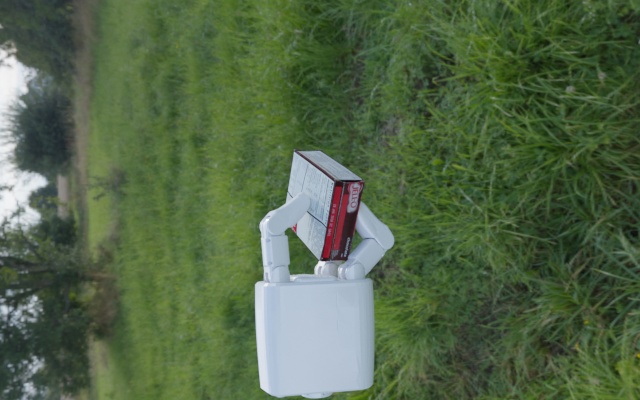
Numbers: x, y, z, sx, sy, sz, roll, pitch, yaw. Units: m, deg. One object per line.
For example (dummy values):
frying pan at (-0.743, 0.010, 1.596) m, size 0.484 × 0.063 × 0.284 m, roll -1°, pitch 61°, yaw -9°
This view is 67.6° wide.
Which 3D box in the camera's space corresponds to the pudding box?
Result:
pudding box at (0.000, 0.002, 0.516) m, size 0.039 × 0.090 × 0.113 m, roll 1°, pitch 22°, yaw -28°
